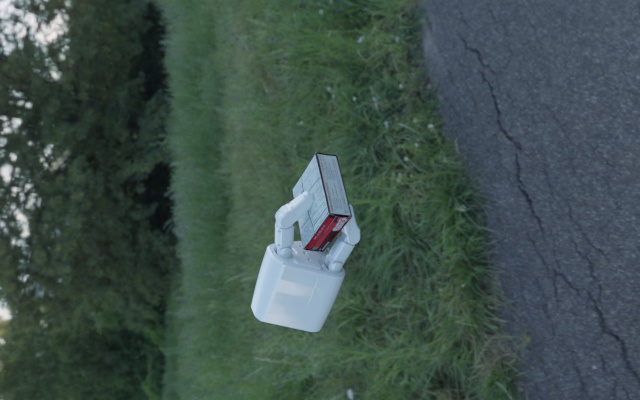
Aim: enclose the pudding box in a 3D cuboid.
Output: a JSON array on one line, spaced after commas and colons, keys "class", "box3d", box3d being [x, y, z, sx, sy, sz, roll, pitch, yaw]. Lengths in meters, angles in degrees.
[{"class": "pudding box", "box3d": [0.000, 0.002, 0.673, 0.039, 0.113, 0.090, 7, -39, -27]}]
